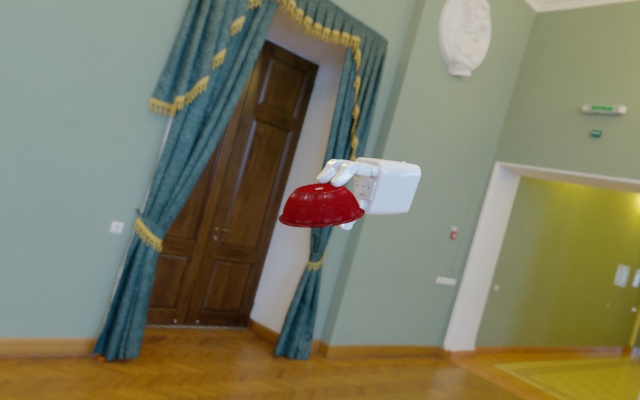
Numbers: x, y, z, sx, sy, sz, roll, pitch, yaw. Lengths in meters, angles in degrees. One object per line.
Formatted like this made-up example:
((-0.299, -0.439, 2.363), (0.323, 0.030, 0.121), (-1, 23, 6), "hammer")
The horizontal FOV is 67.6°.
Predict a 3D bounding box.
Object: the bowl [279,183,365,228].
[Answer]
((-0.001, 0.003, 0.886), (0.162, 0.055, 0.162), (-5, 13, 1), "bowl")
